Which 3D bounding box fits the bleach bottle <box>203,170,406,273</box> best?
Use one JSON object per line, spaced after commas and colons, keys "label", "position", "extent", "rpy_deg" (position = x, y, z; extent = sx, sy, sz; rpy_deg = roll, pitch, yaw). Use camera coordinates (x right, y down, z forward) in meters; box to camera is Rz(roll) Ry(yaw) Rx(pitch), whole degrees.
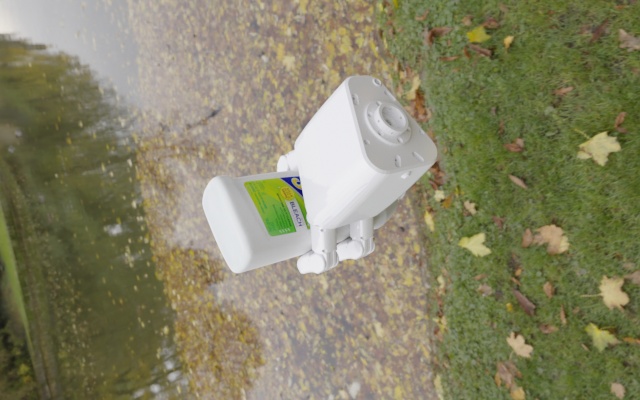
{"label": "bleach bottle", "position": [0.000, 0.002, 0.555], "extent": [0.251, 0.102, 0.068], "rpy_deg": [-15, -19, -36]}
